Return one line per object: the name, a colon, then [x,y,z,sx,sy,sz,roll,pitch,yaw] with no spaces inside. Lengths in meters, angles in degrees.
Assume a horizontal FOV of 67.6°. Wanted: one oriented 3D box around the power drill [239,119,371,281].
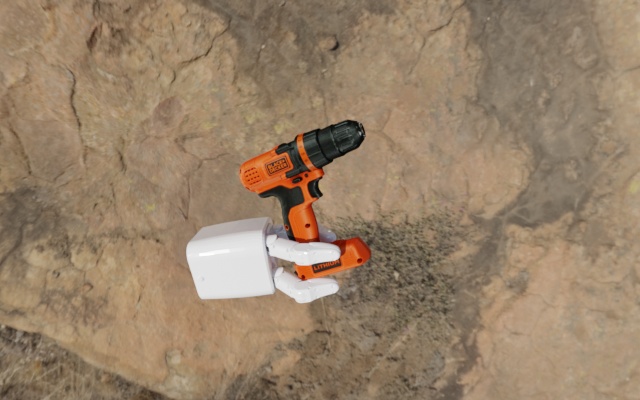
power drill: [0.000,0.003,0.640,0.184,0.187,0.057,-20,5,24]
